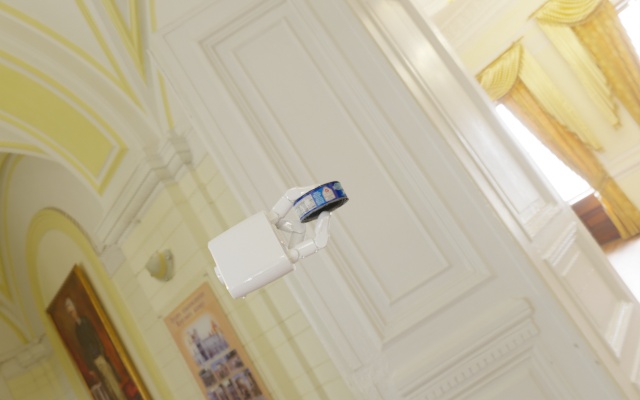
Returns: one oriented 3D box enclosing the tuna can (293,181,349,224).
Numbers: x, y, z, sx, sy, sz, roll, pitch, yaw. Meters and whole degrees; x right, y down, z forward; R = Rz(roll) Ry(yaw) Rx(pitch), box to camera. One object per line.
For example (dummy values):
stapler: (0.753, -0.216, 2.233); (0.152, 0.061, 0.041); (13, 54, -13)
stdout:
tuna can: (0.000, 0.002, 0.763); (0.086, 0.033, 0.086); (-26, -10, -5)
